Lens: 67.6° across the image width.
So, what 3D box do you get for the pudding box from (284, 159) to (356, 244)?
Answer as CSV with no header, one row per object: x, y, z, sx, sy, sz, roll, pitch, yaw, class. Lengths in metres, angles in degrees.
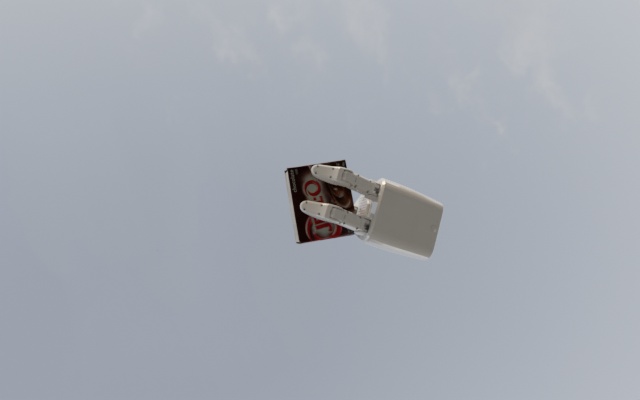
0.000,0.002,0.704,0.090,0.113,0.039,-9,-5,-15,pudding box
